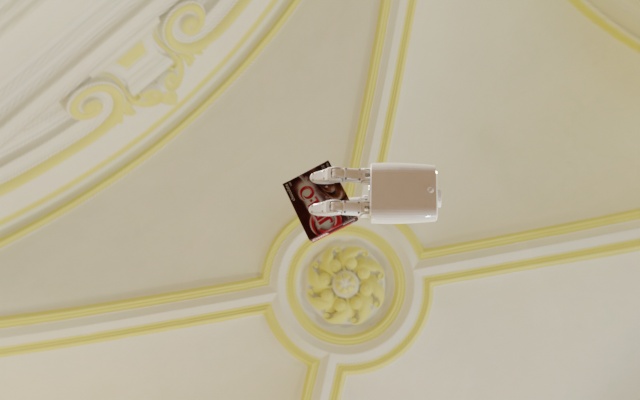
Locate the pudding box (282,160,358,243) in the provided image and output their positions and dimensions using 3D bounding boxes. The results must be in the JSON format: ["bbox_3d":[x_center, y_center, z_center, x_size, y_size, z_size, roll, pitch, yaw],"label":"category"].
[{"bbox_3d":[0.000,0.003,0.811,0.090,0.113,0.039,-27,-17,2],"label":"pudding box"}]
